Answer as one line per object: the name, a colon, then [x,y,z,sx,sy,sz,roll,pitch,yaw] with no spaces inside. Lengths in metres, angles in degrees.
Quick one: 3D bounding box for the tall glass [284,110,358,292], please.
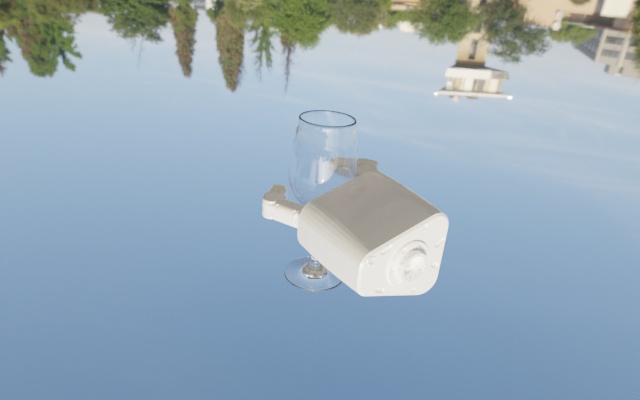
tall glass: [0.000,0.002,0.550,0.079,0.201,0.079,4,25,-2]
